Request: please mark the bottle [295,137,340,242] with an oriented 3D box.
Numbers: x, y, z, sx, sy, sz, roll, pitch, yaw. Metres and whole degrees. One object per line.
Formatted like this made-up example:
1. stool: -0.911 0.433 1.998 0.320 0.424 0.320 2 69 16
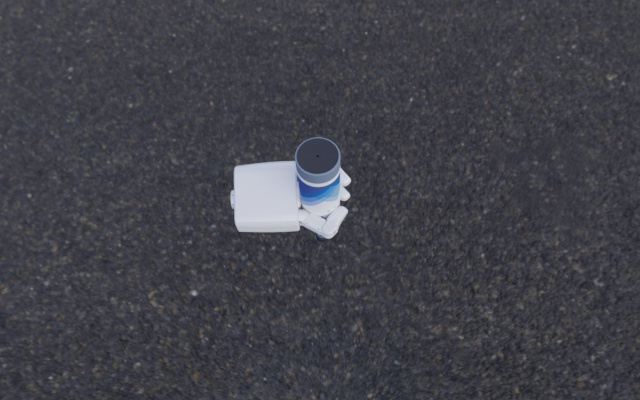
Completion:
1. bottle: 0.000 0.003 0.823 0.069 0.069 0.296 0 -27 2
